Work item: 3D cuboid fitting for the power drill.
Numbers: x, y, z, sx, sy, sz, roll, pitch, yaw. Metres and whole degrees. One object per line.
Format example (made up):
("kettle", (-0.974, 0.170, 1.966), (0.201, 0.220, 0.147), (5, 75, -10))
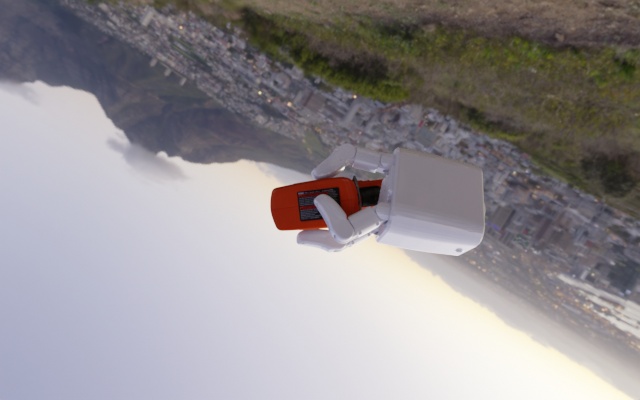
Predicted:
("power drill", (0.000, 0.002, 0.638), (0.184, 0.057, 0.187), (-9, 1, 15))
